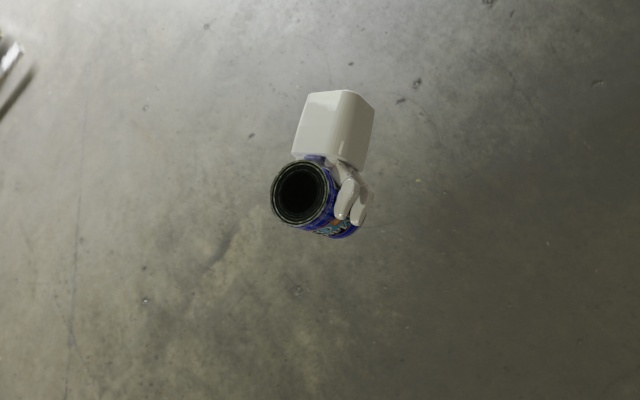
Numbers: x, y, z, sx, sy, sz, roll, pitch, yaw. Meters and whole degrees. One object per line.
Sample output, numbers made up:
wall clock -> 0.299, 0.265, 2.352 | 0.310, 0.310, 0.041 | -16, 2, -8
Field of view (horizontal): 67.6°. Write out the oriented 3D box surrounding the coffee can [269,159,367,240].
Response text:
coffee can -> 0.000, 0.003, 0.762 | 0.103, 0.103, 0.140 | 0, -12, 29
